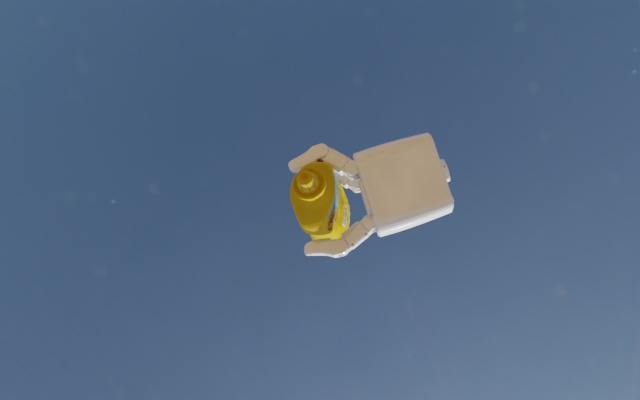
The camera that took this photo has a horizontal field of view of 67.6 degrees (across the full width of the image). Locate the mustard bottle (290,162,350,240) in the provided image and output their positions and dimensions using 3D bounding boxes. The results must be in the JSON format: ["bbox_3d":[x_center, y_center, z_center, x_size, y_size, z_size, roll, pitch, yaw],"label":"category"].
[{"bbox_3d":[0.000,0.002,0.644,0.058,0.096,0.192,5,-17,12],"label":"mustard bottle"}]
